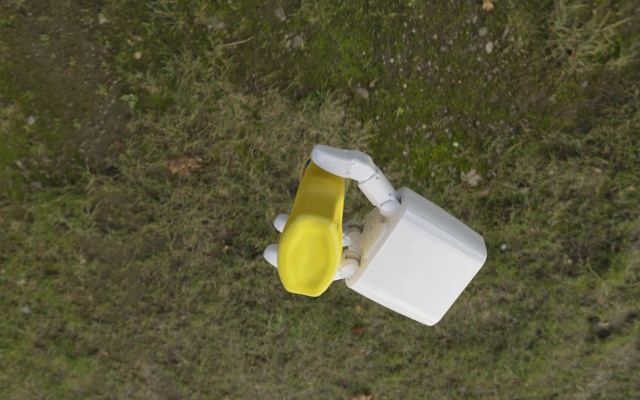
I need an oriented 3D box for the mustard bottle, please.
[{"bbox_3d":[0.000,0.002,0.502,0.058,0.096,0.191,9,34,2],"label":"mustard bottle"}]
